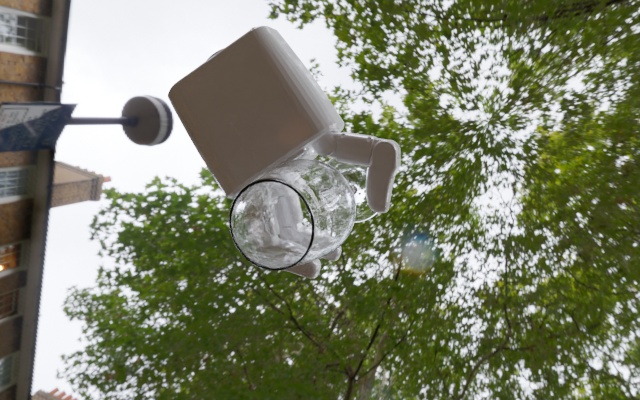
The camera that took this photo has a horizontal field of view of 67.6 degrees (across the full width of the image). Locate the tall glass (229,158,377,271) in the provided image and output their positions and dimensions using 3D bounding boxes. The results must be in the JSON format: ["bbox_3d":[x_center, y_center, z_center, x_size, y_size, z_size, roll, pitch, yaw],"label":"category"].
[{"bbox_3d":[0.000,0.001,0.403,0.079,0.079,0.201,0,9,19],"label":"tall glass"}]
